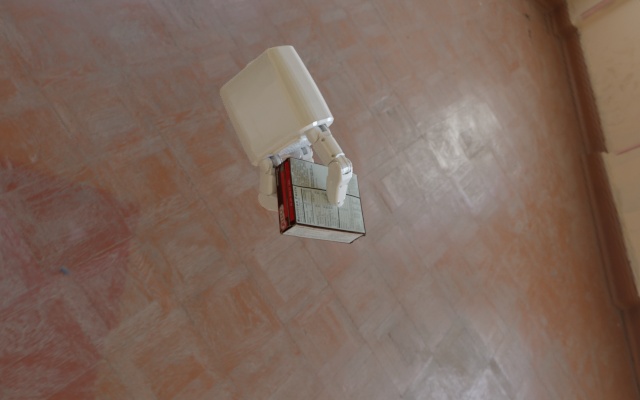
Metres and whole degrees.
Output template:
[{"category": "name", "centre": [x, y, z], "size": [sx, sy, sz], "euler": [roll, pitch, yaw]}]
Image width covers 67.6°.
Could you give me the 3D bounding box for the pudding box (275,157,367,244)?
[{"category": "pudding box", "centre": [0.000, 0.002, 0.596], "size": [0.113, 0.090, 0.039], "euler": [10, -27, -34]}]
